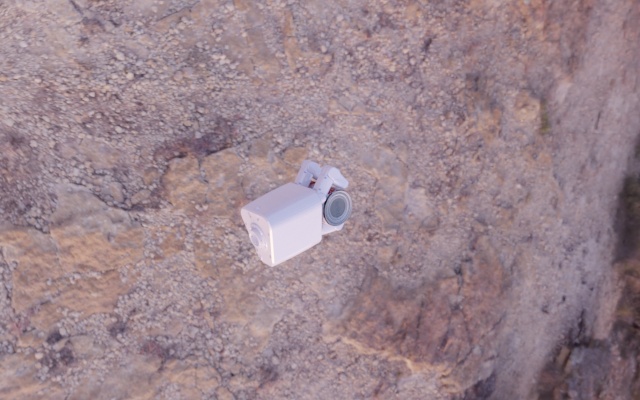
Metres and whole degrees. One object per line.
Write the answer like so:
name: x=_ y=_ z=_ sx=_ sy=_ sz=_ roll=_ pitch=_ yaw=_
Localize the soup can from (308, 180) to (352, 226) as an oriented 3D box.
soup can: x=0.001 y=0.003 z=0.868 sx=0.068 sy=0.068 sz=0.102 roll=0 pitch=12 yaw=-40
